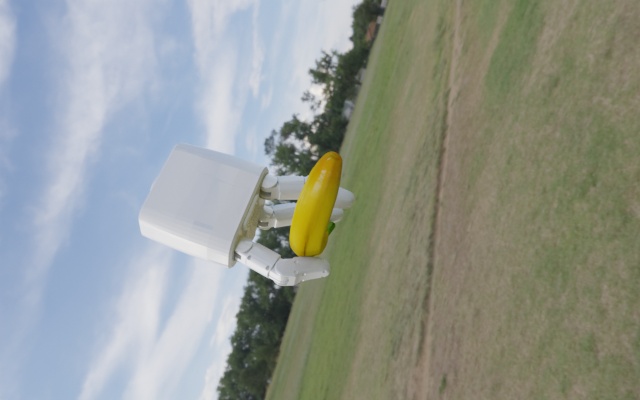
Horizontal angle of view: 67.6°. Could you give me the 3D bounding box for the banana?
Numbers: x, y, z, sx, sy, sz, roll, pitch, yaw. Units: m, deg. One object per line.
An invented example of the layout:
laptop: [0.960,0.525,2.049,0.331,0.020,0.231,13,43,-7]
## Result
banana: [-0.007,0.019,0.485,0.037,0.069,0.198,21,-20,6]
